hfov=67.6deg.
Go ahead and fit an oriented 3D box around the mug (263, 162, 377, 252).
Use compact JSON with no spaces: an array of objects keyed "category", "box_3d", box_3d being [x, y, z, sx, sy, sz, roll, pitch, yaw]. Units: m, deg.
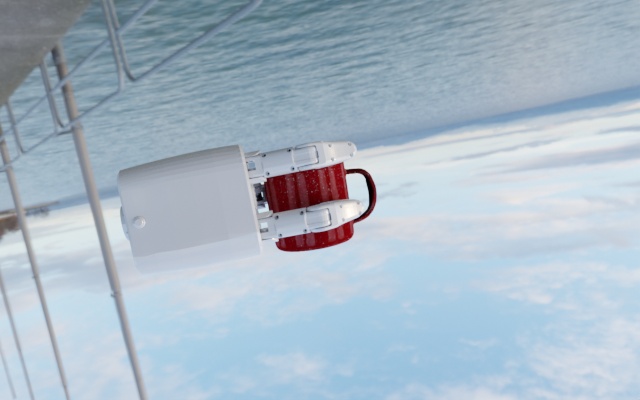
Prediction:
[{"category":"mug","box_3d":[0.002,0.002,0.484,0.117,0.081,0.093,-11,6,-9]}]
